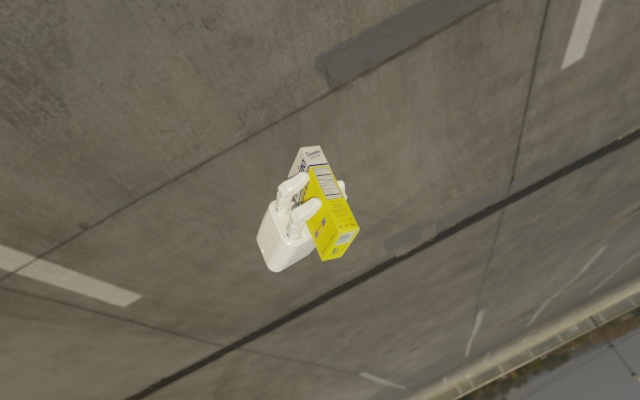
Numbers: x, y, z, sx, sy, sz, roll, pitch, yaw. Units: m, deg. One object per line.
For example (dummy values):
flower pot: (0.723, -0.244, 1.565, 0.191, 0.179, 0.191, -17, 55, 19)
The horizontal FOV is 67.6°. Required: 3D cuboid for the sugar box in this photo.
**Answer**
sugar box: (0.000, 0.003, 0.811, 0.048, 0.176, 0.093, -11, -31, -29)
